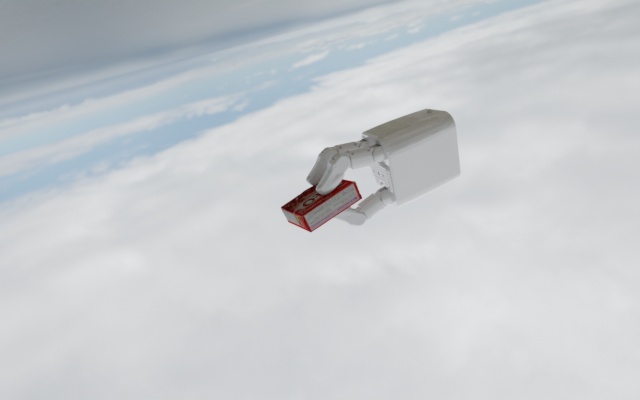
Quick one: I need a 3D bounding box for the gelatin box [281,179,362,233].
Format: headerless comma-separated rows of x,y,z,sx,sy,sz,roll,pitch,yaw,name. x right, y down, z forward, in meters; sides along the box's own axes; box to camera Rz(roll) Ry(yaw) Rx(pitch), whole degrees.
0.000,0.003,0.645,0.089,0.030,0.073,-34,22,-18,gelatin box
